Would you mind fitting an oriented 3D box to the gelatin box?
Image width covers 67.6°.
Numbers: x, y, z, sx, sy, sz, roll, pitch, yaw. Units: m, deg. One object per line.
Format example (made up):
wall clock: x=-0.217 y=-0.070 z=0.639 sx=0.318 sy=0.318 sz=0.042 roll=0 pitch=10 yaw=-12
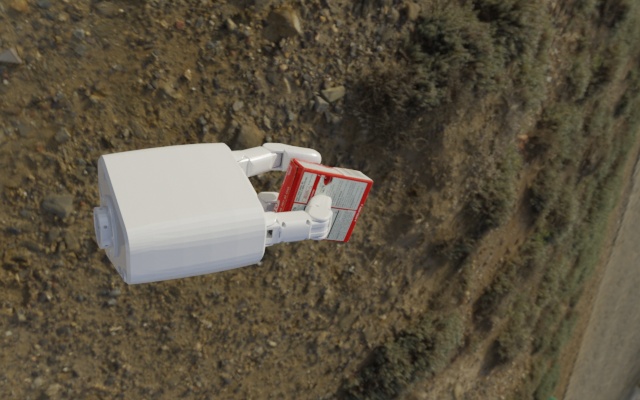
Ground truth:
gelatin box: x=0.001 y=0.002 z=0.481 sx=0.089 sy=0.073 sz=0.030 roll=8 pitch=22 yaw=-34
